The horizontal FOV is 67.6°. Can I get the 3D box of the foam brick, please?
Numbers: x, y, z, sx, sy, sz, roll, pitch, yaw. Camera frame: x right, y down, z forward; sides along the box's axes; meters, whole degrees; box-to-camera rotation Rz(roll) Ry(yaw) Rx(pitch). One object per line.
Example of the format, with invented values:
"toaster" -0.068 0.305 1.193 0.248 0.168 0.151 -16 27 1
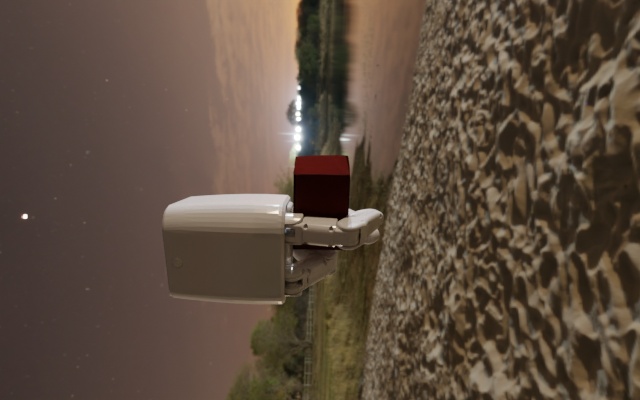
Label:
"foam brick" 0.000 0.001 0.450 0.051 0.078 0.053 2 23 0
